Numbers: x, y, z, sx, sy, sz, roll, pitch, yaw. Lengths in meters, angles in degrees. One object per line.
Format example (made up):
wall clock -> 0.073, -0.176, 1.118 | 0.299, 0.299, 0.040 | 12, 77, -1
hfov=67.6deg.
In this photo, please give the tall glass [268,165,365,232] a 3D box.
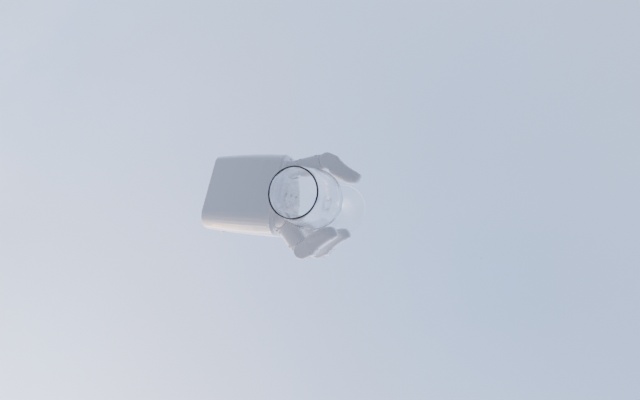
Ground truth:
tall glass -> 0.000, 0.002, 0.631 | 0.079, 0.079, 0.201 | 0, -7, 18
